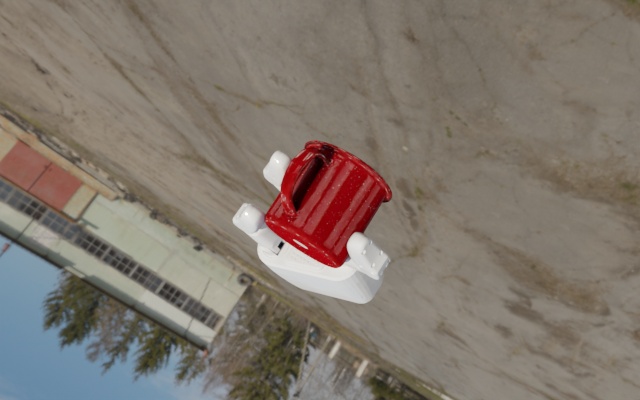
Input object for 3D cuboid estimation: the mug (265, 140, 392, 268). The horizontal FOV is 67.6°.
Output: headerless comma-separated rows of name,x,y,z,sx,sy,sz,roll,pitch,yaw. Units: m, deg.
mug,0.000,0.001,0.416,0.093,0.081,0.117,25,-15,30
